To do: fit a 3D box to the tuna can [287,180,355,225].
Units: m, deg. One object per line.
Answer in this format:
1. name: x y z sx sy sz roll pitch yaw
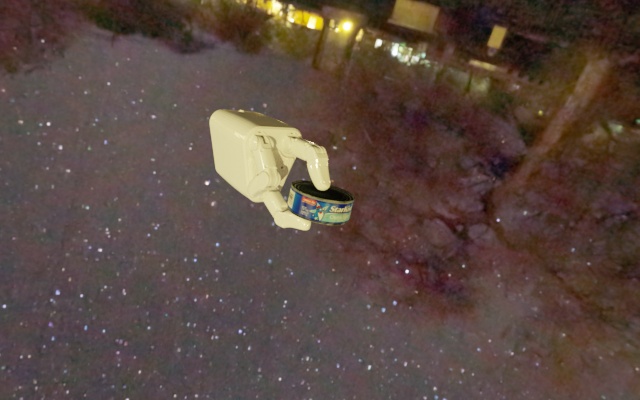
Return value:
1. tuna can: 0.000 0.003 0.629 0.086 0.034 0.086 13 15 -3
